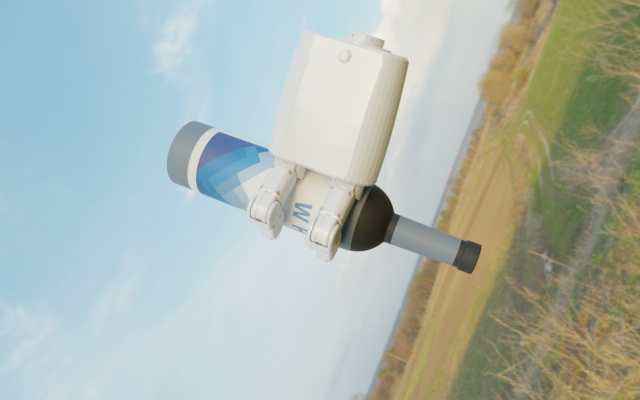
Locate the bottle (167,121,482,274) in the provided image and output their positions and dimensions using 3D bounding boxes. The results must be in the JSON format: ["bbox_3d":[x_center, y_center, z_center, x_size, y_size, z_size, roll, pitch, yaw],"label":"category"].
[{"bbox_3d":[0.000,0.001,0.445,0.295,0.069,0.069,20,5,13],"label":"bottle"}]
